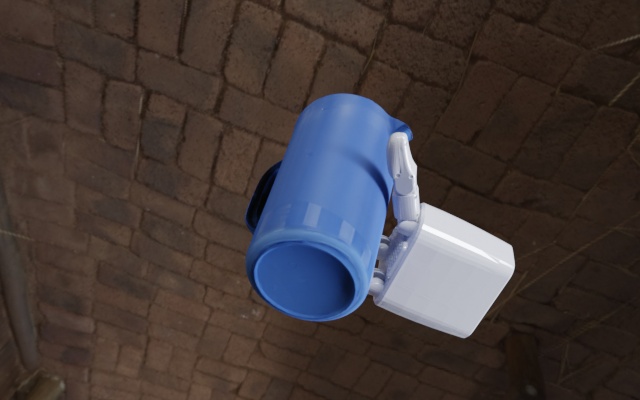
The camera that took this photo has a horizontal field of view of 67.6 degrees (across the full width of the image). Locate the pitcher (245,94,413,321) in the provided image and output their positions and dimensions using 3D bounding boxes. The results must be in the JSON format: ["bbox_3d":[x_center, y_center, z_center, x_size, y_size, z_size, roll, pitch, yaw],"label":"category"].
[{"bbox_3d":[0.000,0.002,0.494,0.145,0.149,0.242,24,37,-4],"label":"pitcher"}]
